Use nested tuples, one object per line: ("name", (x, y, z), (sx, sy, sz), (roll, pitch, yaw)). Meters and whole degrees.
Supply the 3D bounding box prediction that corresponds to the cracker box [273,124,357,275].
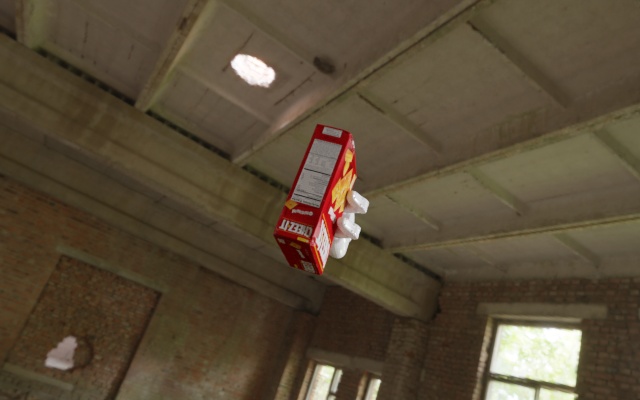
("cracker box", (0.000, 0.003, 0.833), (0.072, 0.213, 0.164), (14, -22, 13))
